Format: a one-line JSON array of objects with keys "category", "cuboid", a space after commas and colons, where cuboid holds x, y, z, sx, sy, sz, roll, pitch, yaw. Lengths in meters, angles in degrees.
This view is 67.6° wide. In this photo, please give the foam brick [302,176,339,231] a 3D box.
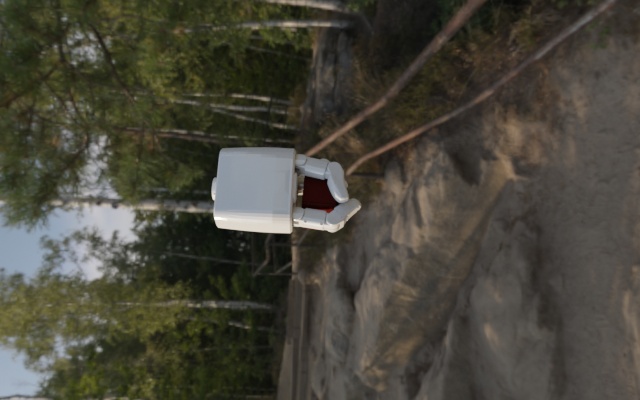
[{"category": "foam brick", "cuboid": [0.000, 0.003, 0.699, 0.051, 0.053, 0.078, 4, -33, 0]}]
